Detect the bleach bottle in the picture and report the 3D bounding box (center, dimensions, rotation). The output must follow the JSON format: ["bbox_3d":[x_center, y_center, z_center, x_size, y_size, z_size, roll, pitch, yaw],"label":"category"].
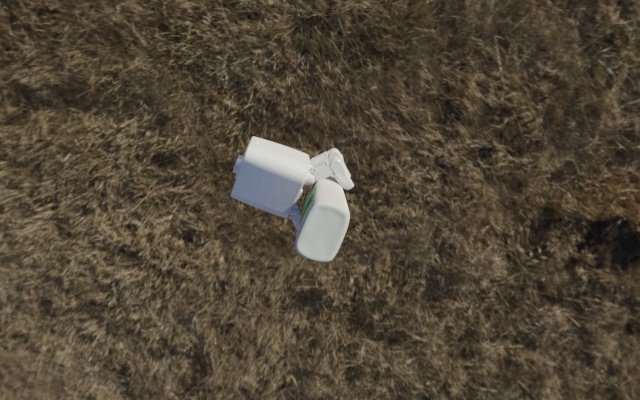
[{"bbox_3d":[0.000,0.003,0.826,0.068,0.102,0.250,20,19,-9],"label":"bleach bottle"}]
